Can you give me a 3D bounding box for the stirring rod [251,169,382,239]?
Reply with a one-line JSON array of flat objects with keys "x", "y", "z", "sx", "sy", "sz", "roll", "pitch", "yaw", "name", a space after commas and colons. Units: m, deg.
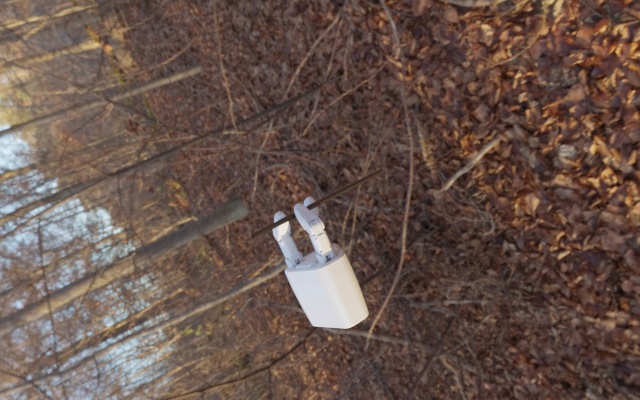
[{"x": 0.000, "y": 0.002, "z": 0.746, "sx": 0.239, "sy": 0.011, "sz": 0.011, "roll": -27, "pitch": 10, "yaw": -21, "name": "stirring rod"}]
